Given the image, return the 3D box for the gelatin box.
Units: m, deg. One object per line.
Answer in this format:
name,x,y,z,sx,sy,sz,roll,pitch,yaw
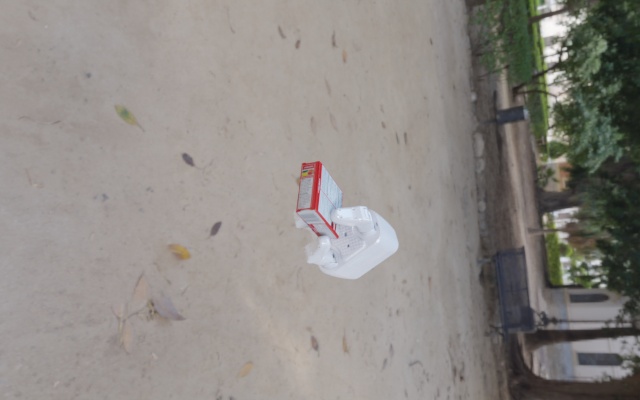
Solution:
gelatin box,0.000,0.002,0.632,0.030,0.073,0.089,-7,-31,21
